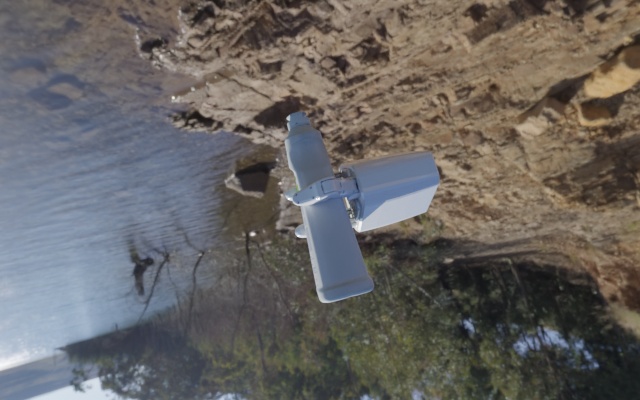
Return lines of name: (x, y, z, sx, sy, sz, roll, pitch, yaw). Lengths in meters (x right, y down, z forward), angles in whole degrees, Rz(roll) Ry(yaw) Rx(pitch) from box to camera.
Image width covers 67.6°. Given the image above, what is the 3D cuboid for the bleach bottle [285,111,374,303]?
bleach bottle: (0.000, 0.002, 0.622, 0.068, 0.250, 0.102, -14, -9, -7)
